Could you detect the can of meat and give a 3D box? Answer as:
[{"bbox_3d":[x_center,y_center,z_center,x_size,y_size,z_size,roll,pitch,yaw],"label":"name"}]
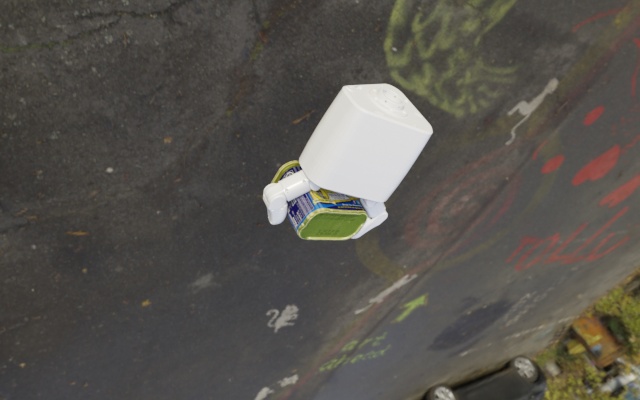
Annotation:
[{"bbox_3d":[0.000,0.002,0.598,0.102,0.084,0.057,4,-47,-41],"label":"can of meat"}]
